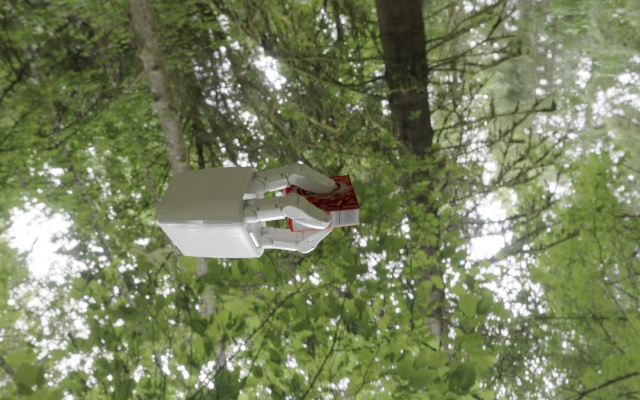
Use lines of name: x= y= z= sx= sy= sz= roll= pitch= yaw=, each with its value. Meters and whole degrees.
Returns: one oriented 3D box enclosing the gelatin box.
gelatin box: x=0.000 y=0.002 z=0.604 sx=0.089 sy=0.030 sz=0.073 roll=-6 pitch=38 yaw=-5
